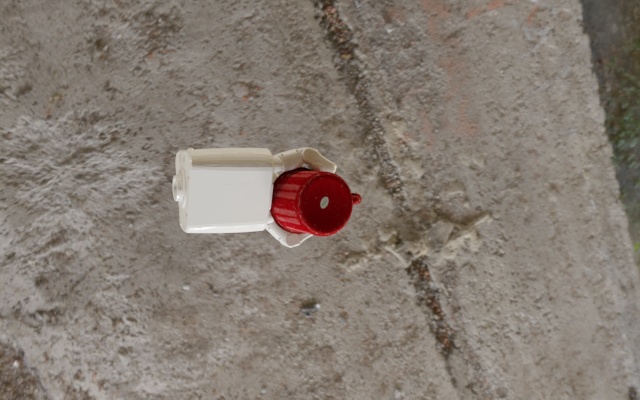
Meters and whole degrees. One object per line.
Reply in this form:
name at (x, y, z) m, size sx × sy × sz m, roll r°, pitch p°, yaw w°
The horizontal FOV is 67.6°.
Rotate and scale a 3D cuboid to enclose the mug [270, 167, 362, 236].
mug at (0.001, 0.002, 0.630) m, size 0.117 × 0.093 × 0.081 m, roll -2°, pitch 4°, yaw -27°
